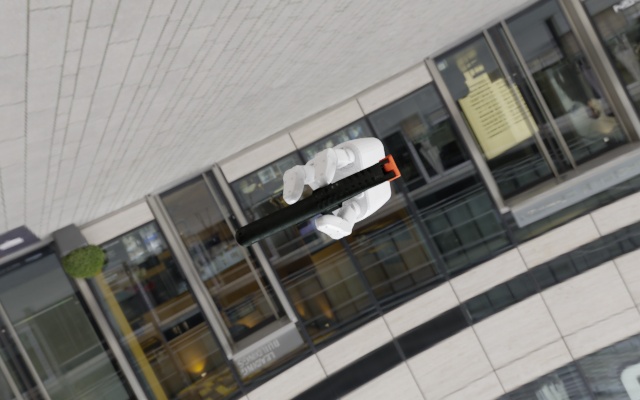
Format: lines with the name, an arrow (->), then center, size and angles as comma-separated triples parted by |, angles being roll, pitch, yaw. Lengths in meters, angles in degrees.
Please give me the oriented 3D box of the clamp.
clamp -> 0.001, 0.002, 0.611 | 0.210, 0.036, 0.164 | -27, -2, 30
